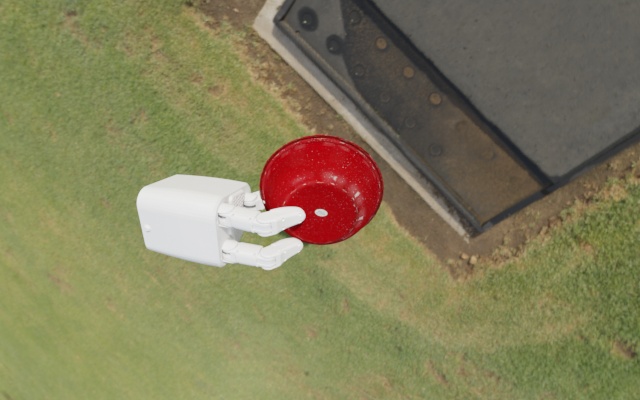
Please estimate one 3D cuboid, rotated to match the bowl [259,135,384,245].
[{"bbox_3d":[0.001,0.002,0.598,0.162,0.162,0.055,0,34,2],"label":"bowl"}]
